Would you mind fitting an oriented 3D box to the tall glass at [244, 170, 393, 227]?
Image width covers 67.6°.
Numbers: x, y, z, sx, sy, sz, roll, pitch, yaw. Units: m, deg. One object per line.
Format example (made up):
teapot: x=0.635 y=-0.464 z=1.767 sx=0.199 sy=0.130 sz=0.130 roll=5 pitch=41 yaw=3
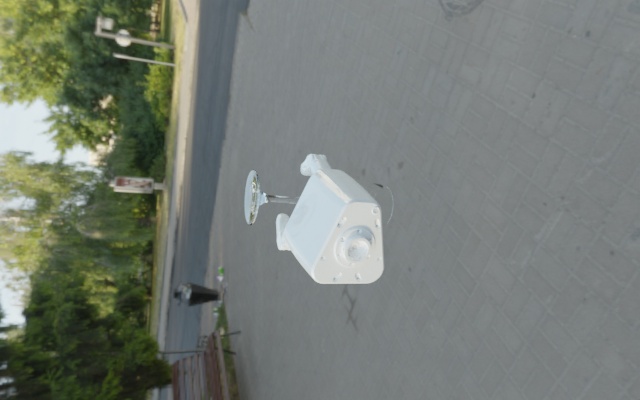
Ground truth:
tall glass: x=-0.001 y=0.002 z=0.670 sx=0.201 sy=0.079 sz=0.079 roll=4 pitch=-1 yaw=-22
